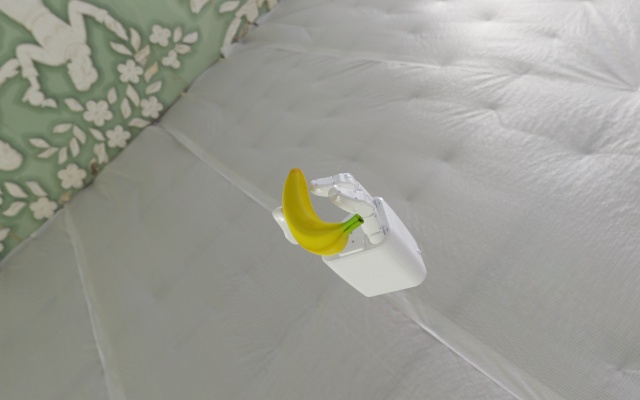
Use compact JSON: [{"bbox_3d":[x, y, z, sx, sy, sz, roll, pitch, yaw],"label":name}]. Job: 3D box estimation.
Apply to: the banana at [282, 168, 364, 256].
[{"bbox_3d":[-0.011,0.017,0.570,0.037,0.069,0.197,41,-1,-32],"label":"banana"}]
